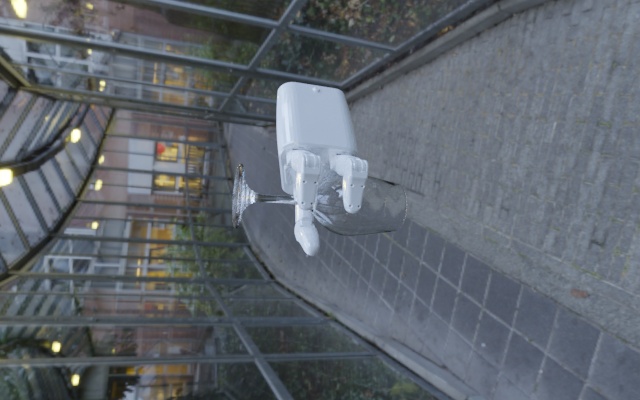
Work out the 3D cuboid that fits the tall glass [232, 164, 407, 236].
[{"bbox_3d":[-0.001,0.002,0.572,0.201,0.079,0.079,5,-2,-18],"label":"tall glass"}]
